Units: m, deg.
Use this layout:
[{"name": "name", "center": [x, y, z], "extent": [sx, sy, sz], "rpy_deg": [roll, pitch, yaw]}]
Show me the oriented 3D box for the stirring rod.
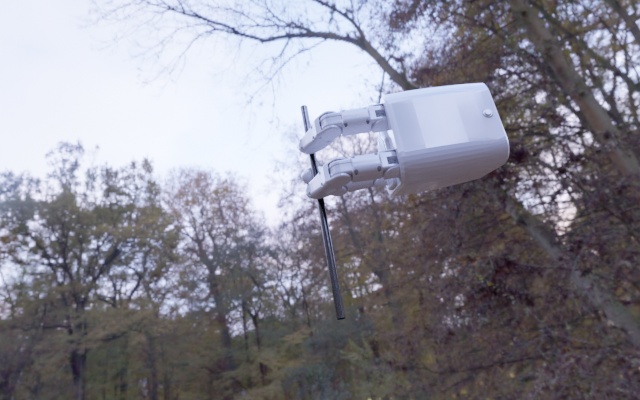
[{"name": "stirring rod", "center": [0.000, 0.002, 0.490], "extent": [0.011, 0.239, 0.011], "rpy_deg": [-8, -25, -4]}]
